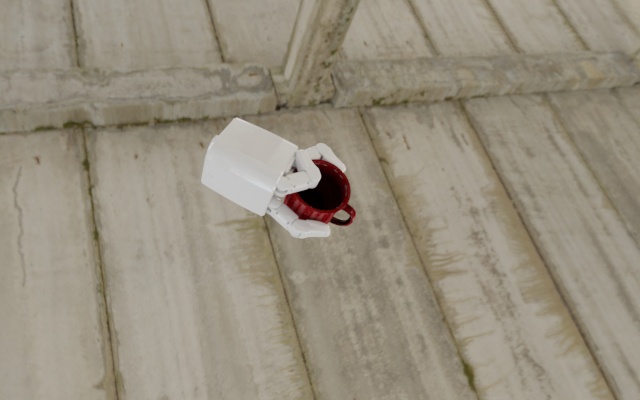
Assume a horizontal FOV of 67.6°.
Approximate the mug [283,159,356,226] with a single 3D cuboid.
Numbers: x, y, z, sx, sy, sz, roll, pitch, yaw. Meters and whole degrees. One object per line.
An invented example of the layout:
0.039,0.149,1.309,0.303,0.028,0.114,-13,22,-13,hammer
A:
0.001,0.003,0.740,0.117,0.093,0.081,29,-34,-3,mug
